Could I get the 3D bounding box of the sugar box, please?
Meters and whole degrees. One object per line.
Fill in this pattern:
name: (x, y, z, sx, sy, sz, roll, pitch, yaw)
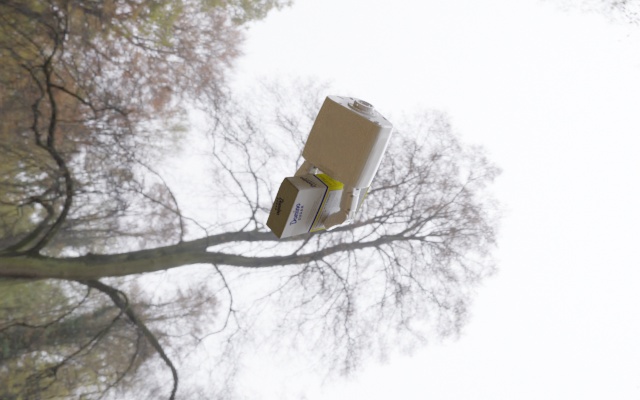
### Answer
sugar box: (0.000, 0.002, 0.780, 0.176, 0.093, 0.048, -6, 38, -45)
